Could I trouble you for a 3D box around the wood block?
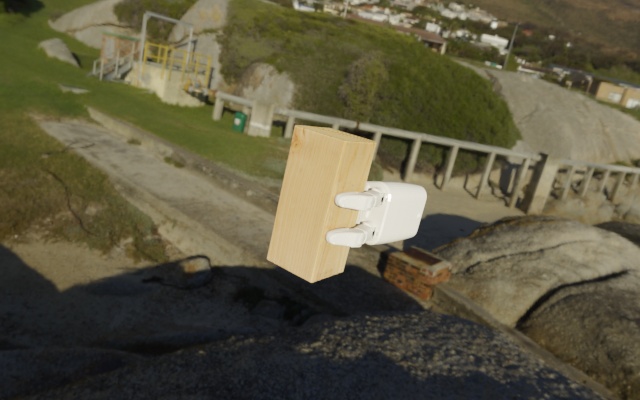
[{"bbox_3d":[0.000,0.002,0.702,0.091,0.206,0.090,22,17,32],"label":"wood block"}]
